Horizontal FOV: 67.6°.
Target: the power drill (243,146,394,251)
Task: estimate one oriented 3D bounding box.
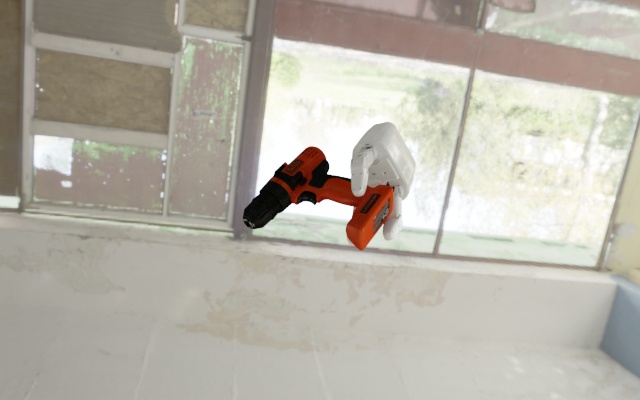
[{"bbox_3d":[0.001,0.002,0.719,0.187,0.057,0.184,25,55,25],"label":"power drill"}]
